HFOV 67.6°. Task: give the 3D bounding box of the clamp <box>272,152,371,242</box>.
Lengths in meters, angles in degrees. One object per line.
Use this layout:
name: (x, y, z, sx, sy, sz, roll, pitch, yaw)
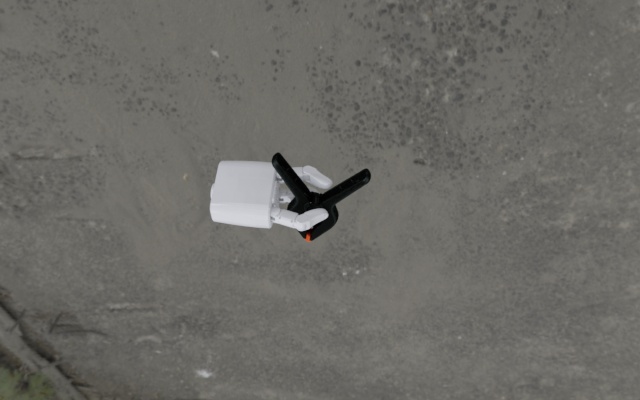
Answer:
clamp: (0.000, 0.004, 0.847, 0.164, 0.036, 0.210, 7, -41, 5)
